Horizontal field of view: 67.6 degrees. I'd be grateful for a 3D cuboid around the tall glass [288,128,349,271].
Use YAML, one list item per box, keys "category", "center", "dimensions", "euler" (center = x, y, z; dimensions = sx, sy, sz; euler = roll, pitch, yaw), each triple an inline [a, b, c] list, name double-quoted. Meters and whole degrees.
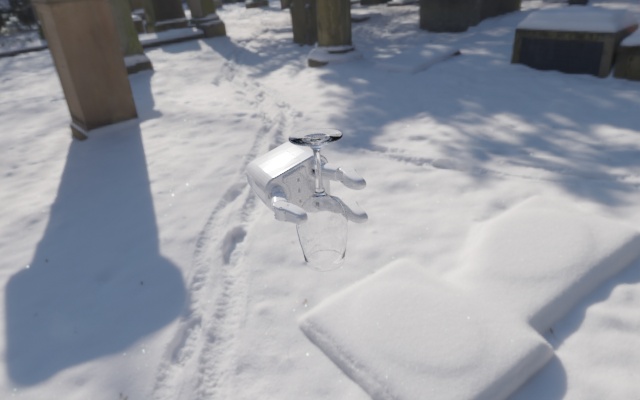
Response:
- category: "tall glass"
  center: [0.000, 0.002, 0.691]
  dimensions: [0.079, 0.201, 0.079]
  euler: [-4, 25, 2]
